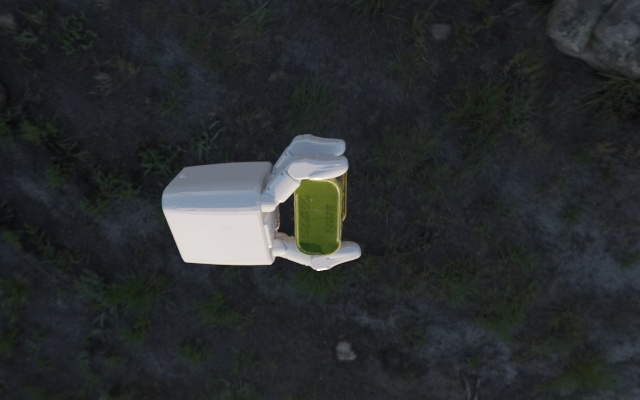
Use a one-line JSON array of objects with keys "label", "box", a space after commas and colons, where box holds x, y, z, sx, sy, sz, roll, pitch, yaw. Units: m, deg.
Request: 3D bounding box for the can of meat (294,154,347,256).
[{"label": "can of meat", "box": [0.000, 0.002, 0.547, 0.057, 0.102, 0.084, 2, 25, 4]}]
